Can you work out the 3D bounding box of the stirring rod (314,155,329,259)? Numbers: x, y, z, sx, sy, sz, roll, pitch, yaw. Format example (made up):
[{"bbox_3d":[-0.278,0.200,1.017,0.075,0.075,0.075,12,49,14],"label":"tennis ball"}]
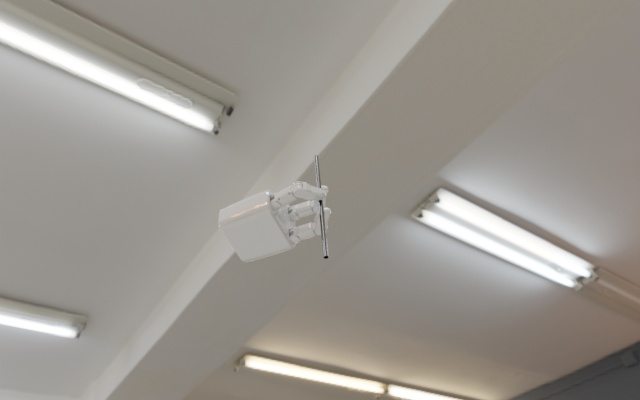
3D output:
[{"bbox_3d":[0.000,0.003,0.839,0.011,0.239,0.011,-3,-43,-3],"label":"stirring rod"}]
